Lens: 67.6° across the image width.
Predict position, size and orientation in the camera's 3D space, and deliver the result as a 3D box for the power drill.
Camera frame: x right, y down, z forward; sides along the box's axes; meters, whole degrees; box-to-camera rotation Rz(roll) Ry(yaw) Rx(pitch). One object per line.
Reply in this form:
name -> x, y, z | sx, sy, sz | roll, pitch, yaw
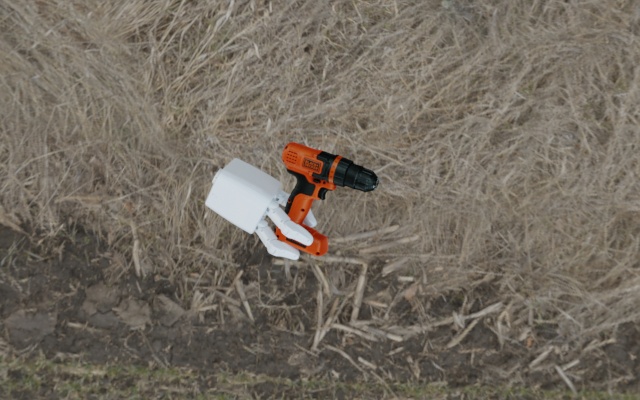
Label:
power drill -> 0.000, 0.003, 0.874 | 0.184, 0.188, 0.057 | 22, 18, 18
